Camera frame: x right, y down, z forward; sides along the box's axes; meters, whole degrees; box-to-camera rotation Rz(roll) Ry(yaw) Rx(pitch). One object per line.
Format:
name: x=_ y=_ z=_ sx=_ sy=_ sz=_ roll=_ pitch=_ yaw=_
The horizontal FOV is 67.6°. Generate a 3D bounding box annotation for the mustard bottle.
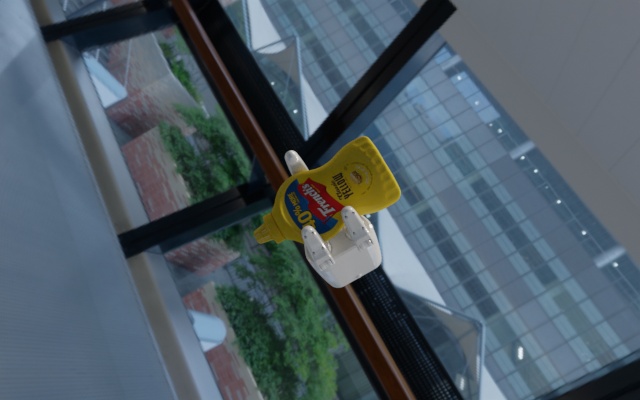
mustard bottle: x=0.000 y=0.002 z=0.621 sx=0.191 sy=0.096 sz=0.058 roll=-29 pitch=-9 yaw=0
